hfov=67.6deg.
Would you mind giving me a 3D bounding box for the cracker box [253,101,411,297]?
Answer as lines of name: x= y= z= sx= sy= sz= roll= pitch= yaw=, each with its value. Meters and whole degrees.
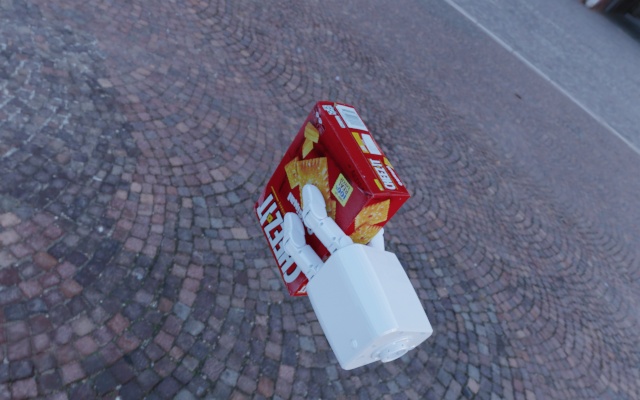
cracker box: x=0.000 y=0.002 z=0.635 sx=0.072 sy=0.164 sz=0.214 roll=2 pitch=-41 yaw=-38
